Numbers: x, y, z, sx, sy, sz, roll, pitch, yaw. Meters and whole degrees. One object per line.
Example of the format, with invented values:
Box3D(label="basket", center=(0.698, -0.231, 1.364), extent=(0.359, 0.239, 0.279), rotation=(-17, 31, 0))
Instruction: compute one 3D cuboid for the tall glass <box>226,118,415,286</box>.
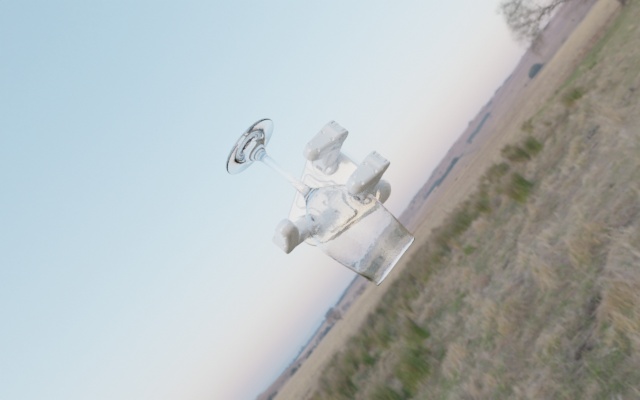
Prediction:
Box3D(label="tall glass", center=(-0.001, 0.001, 0.500), extent=(0.201, 0.079, 0.079), rotation=(38, 9, 11))
